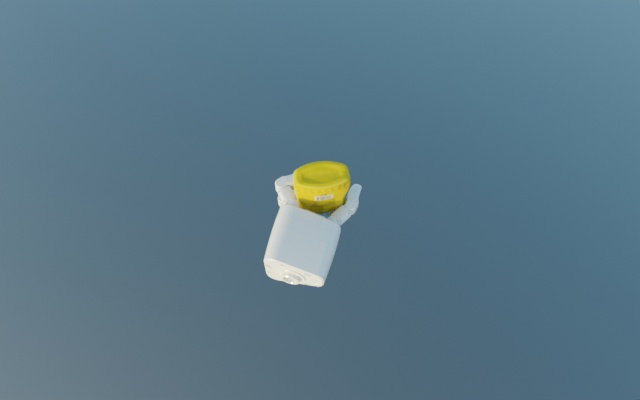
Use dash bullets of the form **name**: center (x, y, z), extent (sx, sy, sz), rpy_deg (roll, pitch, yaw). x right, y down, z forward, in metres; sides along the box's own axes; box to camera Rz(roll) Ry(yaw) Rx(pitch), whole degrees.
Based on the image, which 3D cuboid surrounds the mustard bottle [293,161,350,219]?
- **mustard bottle**: center (0.000, 0.002, 0.881), extent (0.096, 0.058, 0.192), rpy_deg (-8, -29, -6)
